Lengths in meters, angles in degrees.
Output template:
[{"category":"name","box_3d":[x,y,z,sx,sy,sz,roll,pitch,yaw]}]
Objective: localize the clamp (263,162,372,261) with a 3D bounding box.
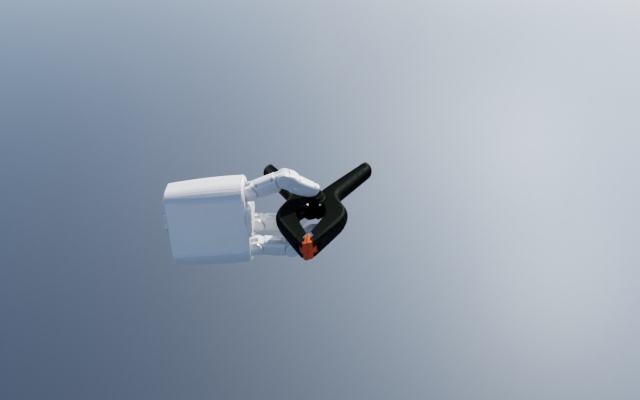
[{"category":"clamp","box_3d":[0.000,0.002,0.658,0.164,0.036,0.209,-6,34,-1]}]
